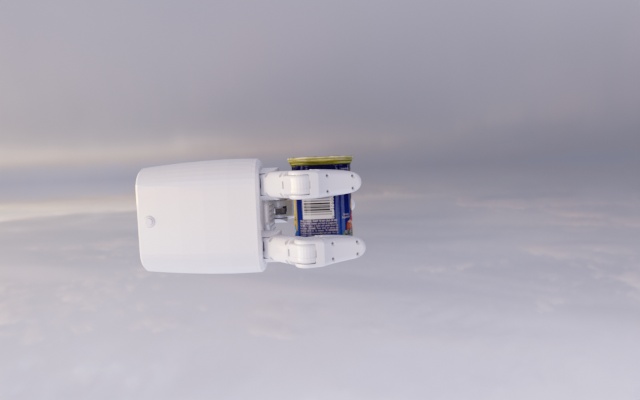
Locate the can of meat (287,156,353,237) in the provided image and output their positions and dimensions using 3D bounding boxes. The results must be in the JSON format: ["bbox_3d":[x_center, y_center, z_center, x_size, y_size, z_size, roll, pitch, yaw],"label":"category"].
[{"bbox_3d":[0.000,0.002,0.449,0.057,0.084,0.102,-2,4,-3],"label":"can of meat"}]
